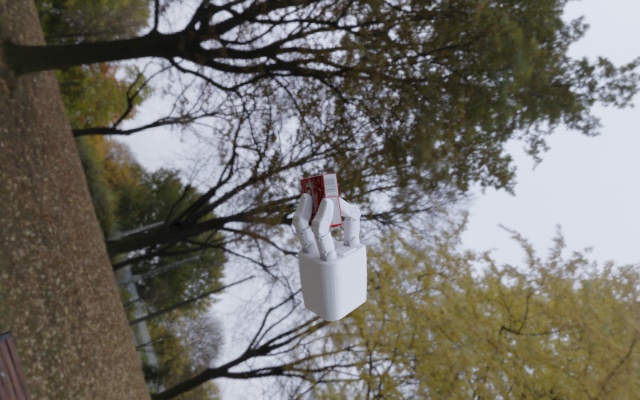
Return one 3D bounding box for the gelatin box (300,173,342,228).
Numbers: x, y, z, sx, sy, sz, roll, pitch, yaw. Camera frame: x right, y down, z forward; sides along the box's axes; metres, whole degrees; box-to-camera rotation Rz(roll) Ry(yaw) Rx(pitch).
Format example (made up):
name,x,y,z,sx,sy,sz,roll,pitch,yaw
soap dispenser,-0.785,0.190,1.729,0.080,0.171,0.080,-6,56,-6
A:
name,x,y,z,sx,sy,sz,roll,pitch,yaw
gelatin box,0.000,0.002,0.809,0.030,0.089,0.073,-7,0,-33
